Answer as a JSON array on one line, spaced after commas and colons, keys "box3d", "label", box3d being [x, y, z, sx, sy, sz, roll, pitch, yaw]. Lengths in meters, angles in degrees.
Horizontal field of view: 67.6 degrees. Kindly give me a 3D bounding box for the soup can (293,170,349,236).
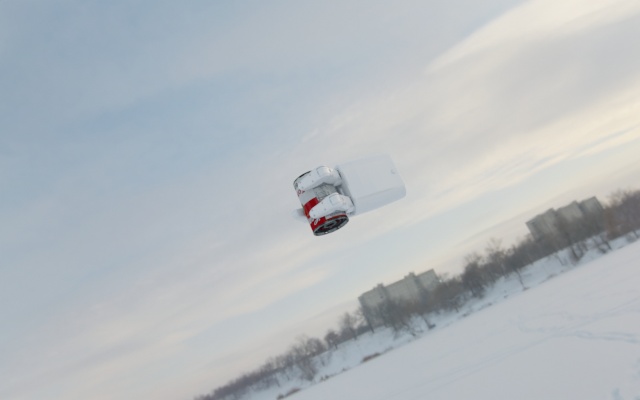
[{"box3d": [0.000, 0.003, 0.847, 0.068, 0.102, 0.068, -21, -19, -8], "label": "soup can"}]
